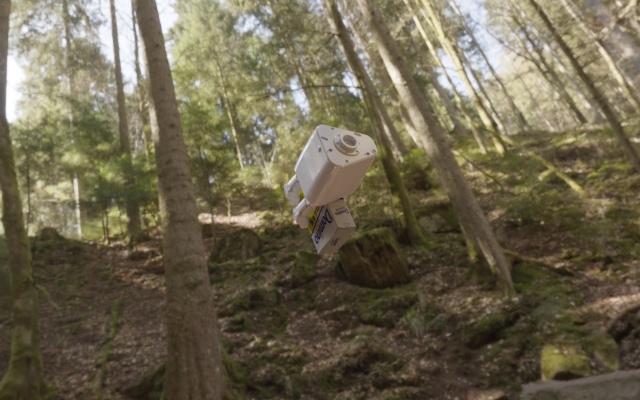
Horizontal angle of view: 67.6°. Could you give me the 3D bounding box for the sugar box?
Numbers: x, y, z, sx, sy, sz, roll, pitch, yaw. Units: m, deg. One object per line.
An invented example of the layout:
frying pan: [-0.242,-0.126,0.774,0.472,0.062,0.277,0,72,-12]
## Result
sugar box: [0.000,0.003,0.897,0.048,0.176,0.093,-2,-34,-29]
